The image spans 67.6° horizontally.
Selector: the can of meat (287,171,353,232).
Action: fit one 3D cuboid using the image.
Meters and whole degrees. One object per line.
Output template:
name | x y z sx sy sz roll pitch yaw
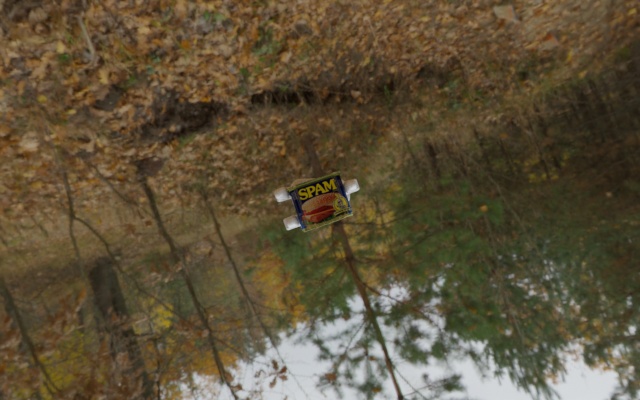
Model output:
can of meat | 0.000 0.003 0.867 0.102 0.084 0.057 -19 -2 -6
